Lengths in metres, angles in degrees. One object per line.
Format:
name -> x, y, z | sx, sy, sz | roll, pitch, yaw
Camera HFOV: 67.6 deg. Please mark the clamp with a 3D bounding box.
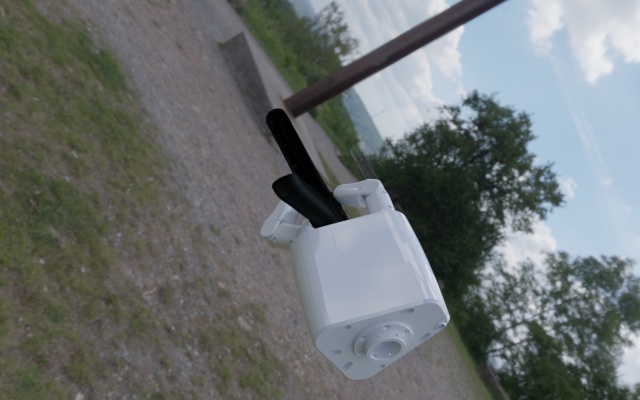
clamp -> 0.001, 0.002, 0.527 | 0.036, 0.210, 0.164 | -28, 39, 10
